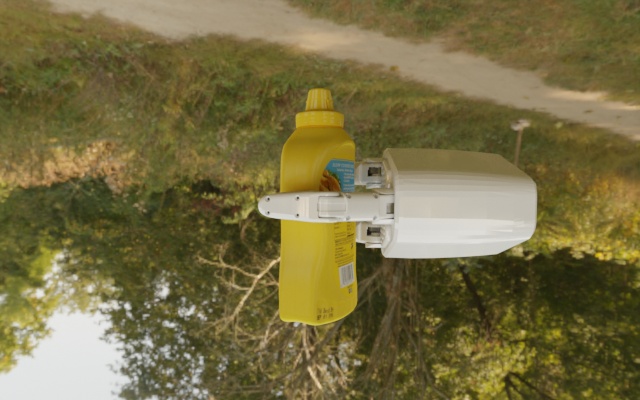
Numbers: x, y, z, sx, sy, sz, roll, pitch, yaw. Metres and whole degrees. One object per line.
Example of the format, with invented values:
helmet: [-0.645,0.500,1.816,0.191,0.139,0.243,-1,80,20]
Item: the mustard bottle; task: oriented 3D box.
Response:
mustard bottle: [0.000,0.002,0.410,0.058,0.191,0.096,1,2,25]
